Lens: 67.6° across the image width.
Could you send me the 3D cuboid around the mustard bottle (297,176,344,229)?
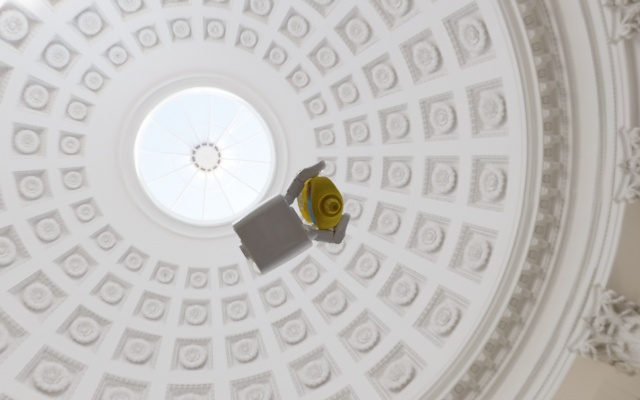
[{"bbox_3d":[0.000,0.003,0.879,0.058,0.096,0.191,-7,6,-13],"label":"mustard bottle"}]
